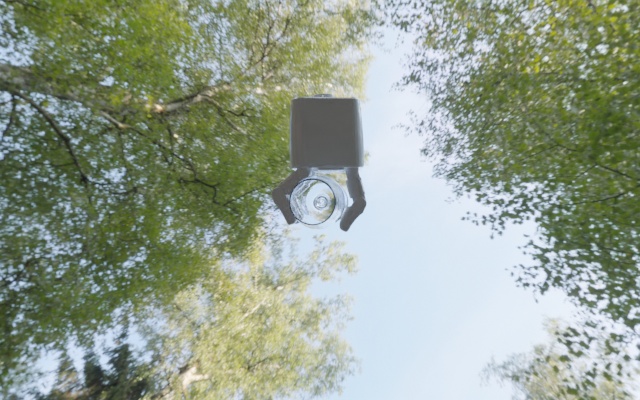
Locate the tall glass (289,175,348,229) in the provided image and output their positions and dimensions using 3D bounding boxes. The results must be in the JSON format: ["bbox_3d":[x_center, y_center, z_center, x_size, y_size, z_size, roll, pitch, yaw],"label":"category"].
[{"bbox_3d":[0.000,0.003,0.721,0.079,0.079,0.201,0,0,6],"label":"tall glass"}]
